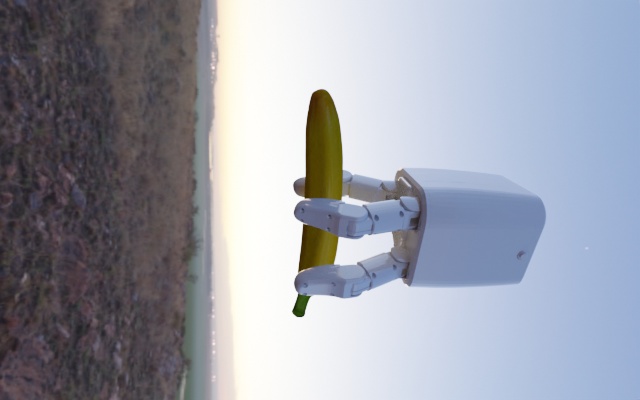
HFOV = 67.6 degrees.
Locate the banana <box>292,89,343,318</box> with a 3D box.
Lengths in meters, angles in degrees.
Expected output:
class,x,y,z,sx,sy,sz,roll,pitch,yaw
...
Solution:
class,x,y,z,sx,sy,sz,roll,pitch,yaw
banana,0.001,0.002,0.432,0.037,0.198,0.069,4,10,3
